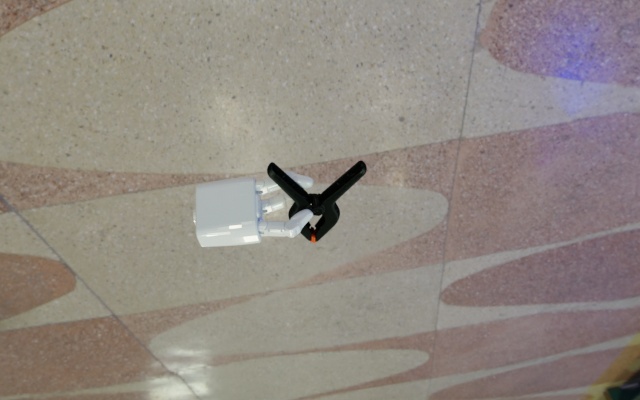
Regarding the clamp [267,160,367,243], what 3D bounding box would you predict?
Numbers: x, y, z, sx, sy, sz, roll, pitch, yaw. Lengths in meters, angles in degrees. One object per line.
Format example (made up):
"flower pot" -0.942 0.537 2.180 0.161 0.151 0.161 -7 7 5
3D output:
"clamp" 0.000 0.004 0.853 0.164 0.036 0.210 -5 -41 1
